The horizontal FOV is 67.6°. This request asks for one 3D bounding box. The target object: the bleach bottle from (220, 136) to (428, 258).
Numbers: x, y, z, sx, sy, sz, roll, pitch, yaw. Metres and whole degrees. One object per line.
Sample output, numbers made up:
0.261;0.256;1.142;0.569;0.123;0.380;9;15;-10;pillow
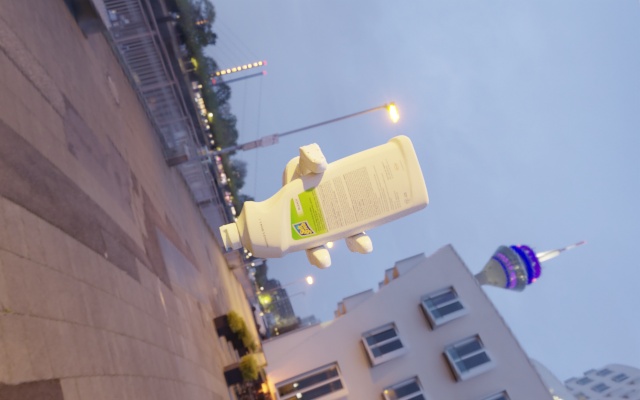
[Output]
0.000;0.002;0.587;0.251;0.102;0.068;-17;-2;-11;bleach bottle
